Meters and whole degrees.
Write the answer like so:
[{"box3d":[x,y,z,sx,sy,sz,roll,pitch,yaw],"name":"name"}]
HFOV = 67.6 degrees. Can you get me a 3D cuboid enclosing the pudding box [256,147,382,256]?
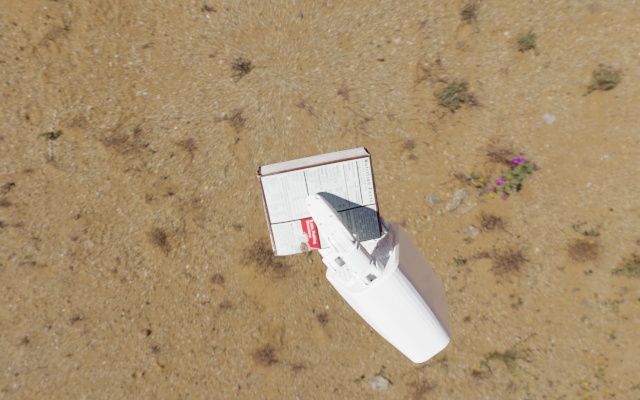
[{"box3d":[0.000,0.002,0.478,0.113,0.090,0.039,-11,18,-3],"name":"pudding box"}]
